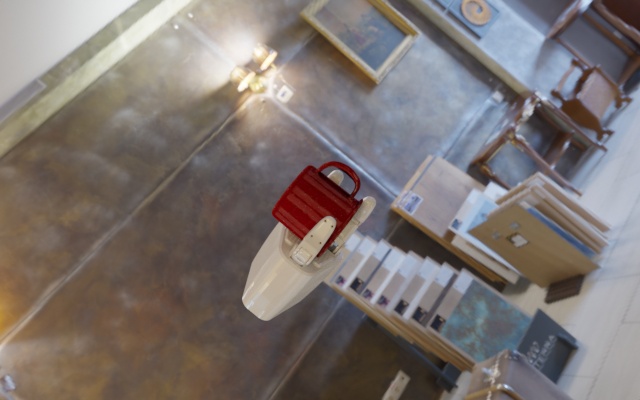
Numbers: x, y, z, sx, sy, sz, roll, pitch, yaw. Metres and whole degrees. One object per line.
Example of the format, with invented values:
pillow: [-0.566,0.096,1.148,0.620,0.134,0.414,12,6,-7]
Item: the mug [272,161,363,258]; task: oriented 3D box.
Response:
mug: [0.001,0.001,0.591,0.081,0.117,0.093,38,27,0]
